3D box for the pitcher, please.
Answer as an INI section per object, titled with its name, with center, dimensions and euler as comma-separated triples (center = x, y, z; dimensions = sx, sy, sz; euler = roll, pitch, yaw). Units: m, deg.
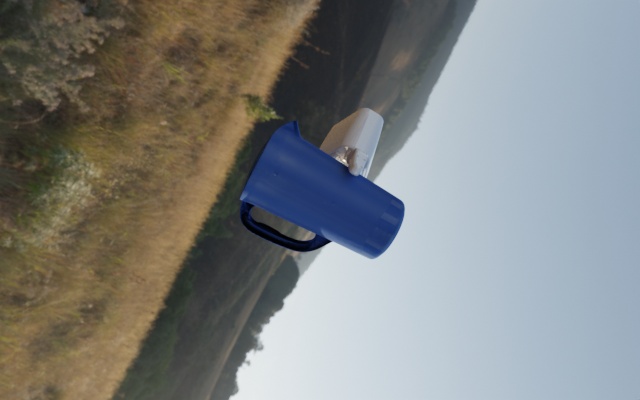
[pitcher]
center = 0.000, 0.002, 0.755
dimensions = 0.243, 0.145, 0.149
euler = 29, -37, -6
